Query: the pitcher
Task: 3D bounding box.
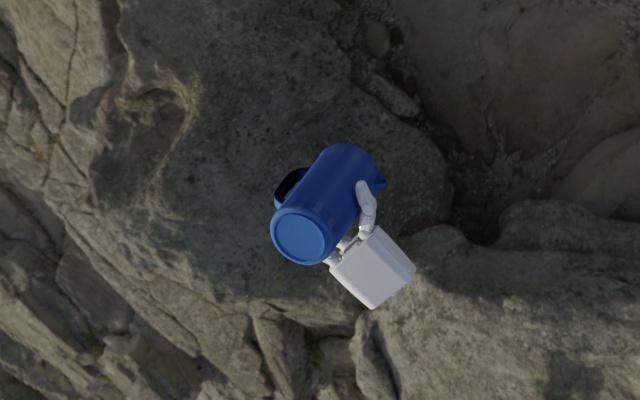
[{"bbox_3d":[0.000,0.003,0.838,0.149,0.145,0.242,-38,8,35],"label":"pitcher"}]
